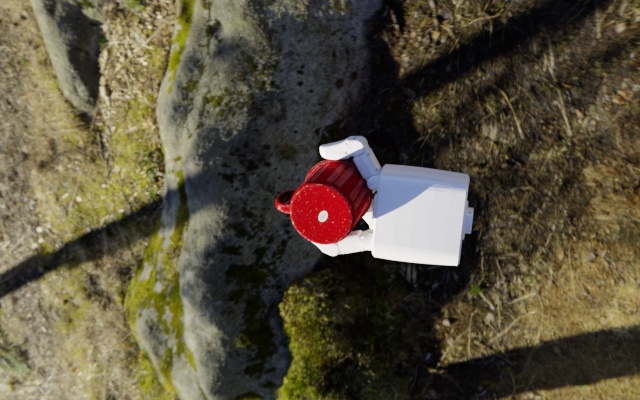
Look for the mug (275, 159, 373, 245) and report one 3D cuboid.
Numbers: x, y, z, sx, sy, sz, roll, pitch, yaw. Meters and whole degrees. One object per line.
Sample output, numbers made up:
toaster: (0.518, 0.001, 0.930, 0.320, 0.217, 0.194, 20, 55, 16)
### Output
mug: (-0.001, 0.002, 0.595, 0.117, 0.093, 0.081, 5, 22, 16)
